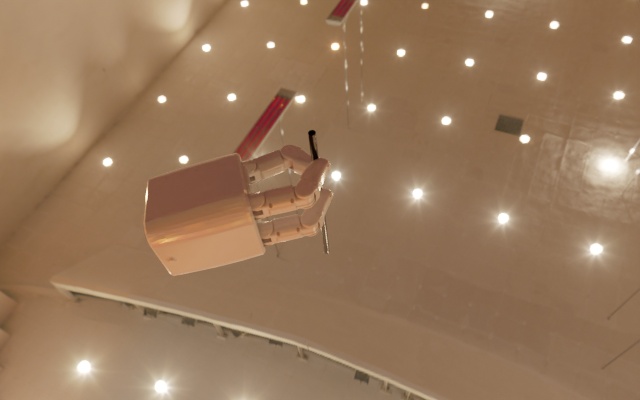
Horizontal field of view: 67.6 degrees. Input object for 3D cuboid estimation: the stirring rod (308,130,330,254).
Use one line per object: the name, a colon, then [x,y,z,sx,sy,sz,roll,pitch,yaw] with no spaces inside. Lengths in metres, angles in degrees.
stirring rod: [0.000,0.002,0.578,0.011,0.011,0.240,0,-36,5]
